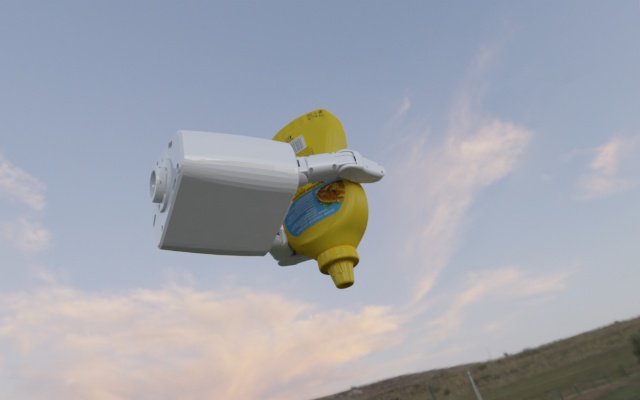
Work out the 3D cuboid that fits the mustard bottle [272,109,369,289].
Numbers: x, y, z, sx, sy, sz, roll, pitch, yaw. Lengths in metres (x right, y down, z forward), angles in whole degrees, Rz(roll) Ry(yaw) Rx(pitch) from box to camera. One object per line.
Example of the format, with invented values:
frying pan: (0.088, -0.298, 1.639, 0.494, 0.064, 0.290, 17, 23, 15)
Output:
mustard bottle: (0.000, 0.001, 0.500, 0.096, 0.191, 0.058, -32, -34, 24)
